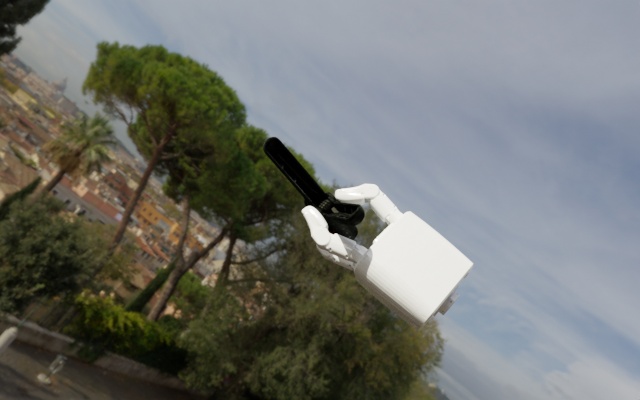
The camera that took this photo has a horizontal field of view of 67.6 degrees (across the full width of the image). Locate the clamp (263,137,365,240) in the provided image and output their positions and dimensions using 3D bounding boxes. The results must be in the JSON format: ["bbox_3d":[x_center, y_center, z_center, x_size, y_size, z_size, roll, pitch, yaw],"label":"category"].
[{"bbox_3d":[0.001,0.002,0.651,0.164,0.036,0.210,43,-9,19],"label":"clamp"}]
